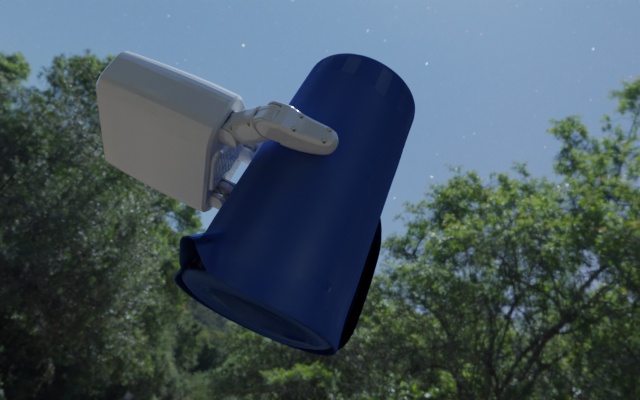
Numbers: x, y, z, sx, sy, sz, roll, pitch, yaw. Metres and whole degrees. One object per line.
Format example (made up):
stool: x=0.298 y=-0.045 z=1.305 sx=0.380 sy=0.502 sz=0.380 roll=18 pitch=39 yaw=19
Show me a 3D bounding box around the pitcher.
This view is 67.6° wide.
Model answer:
pitcher: x=0.000 y=0.001 z=0.412 sx=0.145 sy=0.242 sz=0.149 roll=24 pitch=-25 yaw=5
